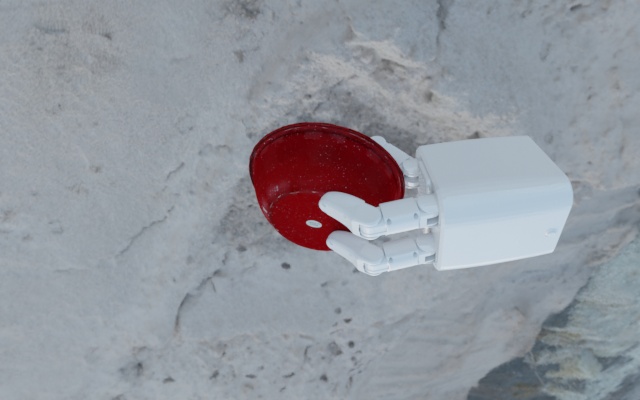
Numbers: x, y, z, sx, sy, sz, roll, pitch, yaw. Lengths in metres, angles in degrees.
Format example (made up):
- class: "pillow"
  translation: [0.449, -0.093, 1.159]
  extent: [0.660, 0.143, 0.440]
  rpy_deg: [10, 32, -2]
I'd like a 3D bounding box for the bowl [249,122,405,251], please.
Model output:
- class: "bowl"
  translation: [-0.001, 0.002, 0.471]
  extent: [0.162, 0.055, 0.162]
  rpy_deg: [9, -39, 7]
